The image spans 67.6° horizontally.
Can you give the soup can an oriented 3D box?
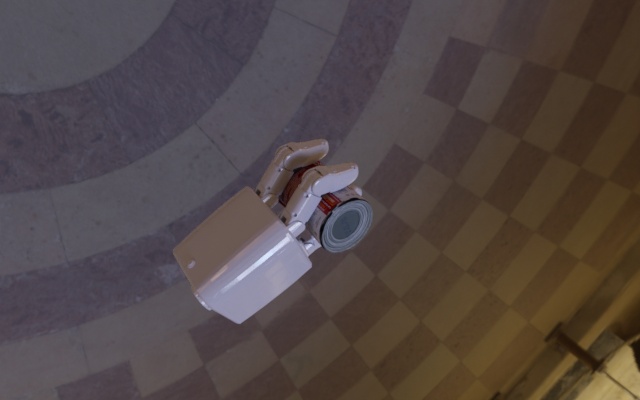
[{"bbox_3d":[0.001,0.002,0.520,0.068,0.068,0.102,0,30,-40],"label":"soup can"}]
